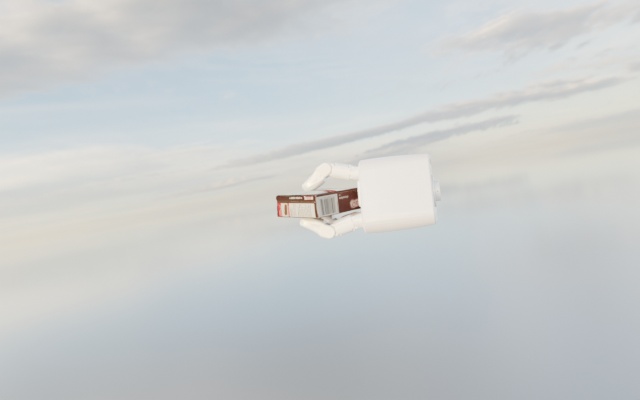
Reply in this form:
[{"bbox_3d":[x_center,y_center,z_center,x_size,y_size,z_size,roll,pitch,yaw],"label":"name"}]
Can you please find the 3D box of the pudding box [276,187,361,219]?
[{"bbox_3d":[0.000,0.002,0.757,0.090,0.039,0.113,-1,5,43],"label":"pudding box"}]
